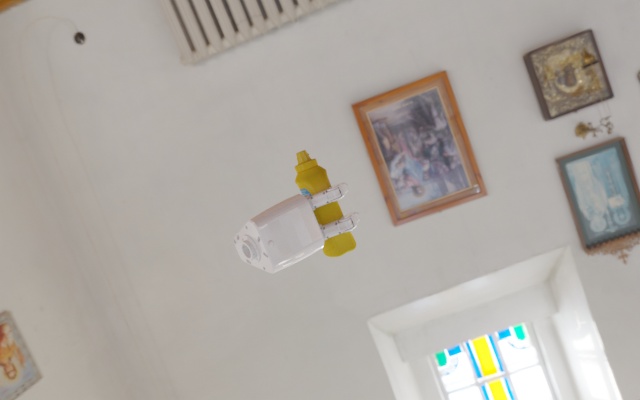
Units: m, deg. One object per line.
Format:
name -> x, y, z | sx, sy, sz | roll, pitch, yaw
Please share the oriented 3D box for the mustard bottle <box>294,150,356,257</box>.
mustard bottle -> 0.001, 0.003, 0.847 | 0.058, 0.191, 0.096 | -24, 6, -11
